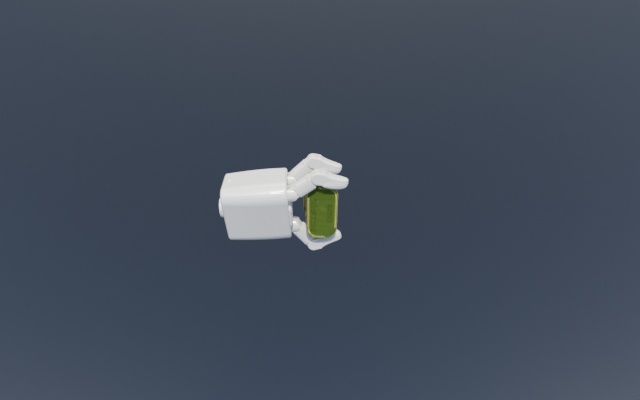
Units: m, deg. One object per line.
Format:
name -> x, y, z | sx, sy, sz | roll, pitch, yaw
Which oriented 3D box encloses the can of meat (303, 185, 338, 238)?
can of meat -> 0.000, 0.003, 0.817 | 0.057, 0.102, 0.084 | -1, 27, -3
